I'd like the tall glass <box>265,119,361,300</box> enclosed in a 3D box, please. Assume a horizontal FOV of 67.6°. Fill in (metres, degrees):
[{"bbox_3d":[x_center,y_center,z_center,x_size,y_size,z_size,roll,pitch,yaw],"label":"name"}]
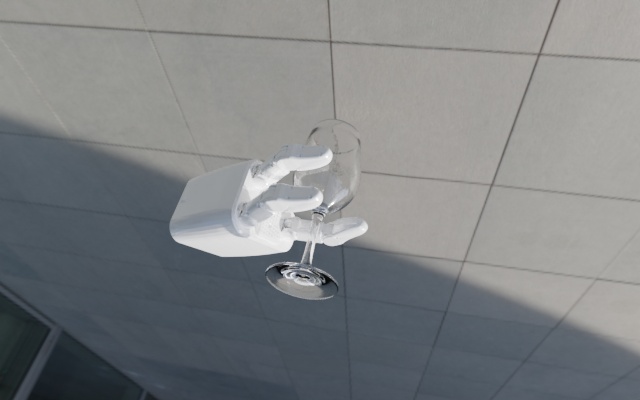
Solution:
[{"bbox_3d":[0.000,0.002,0.527,0.079,0.201,0.079,9,-35,7],"label":"tall glass"}]
